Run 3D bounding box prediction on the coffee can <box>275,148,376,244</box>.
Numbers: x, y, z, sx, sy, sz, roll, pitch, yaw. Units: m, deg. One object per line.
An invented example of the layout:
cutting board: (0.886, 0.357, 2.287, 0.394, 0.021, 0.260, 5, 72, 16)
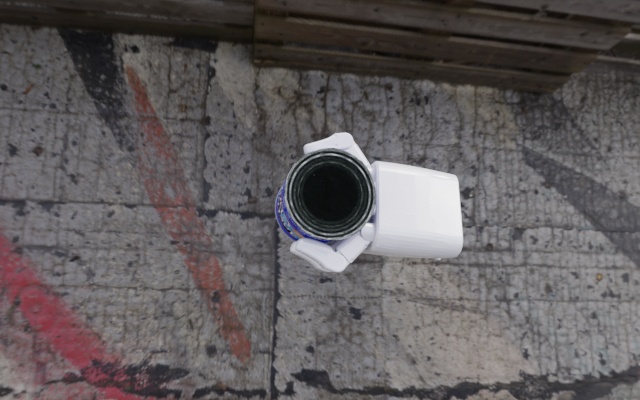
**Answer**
coffee can: (0.000, 0.002, 0.586, 0.103, 0.103, 0.140, 0, -8, -9)
